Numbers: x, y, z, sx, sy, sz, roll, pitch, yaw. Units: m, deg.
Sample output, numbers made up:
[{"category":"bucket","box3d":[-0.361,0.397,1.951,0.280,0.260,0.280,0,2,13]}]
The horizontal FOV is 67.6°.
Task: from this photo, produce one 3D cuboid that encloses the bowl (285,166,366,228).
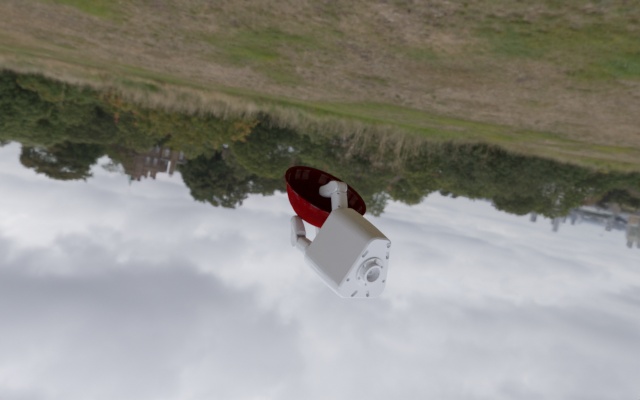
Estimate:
[{"category":"bowl","box3d":[0.000,0.002,0.872,0.162,0.055,0.162,22,26,-11]}]
